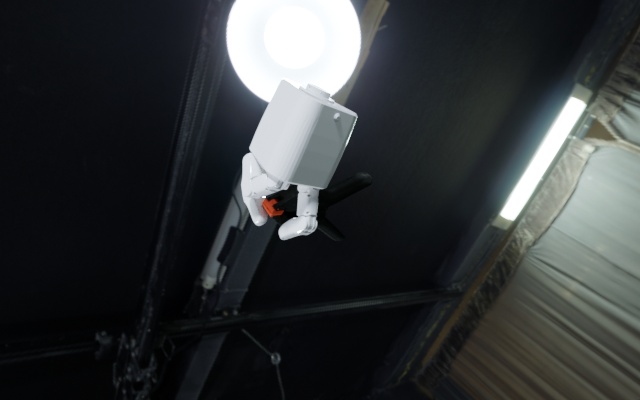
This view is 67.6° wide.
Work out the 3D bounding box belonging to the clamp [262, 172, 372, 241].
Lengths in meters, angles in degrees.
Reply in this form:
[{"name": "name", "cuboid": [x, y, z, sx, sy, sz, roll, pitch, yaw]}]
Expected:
[{"name": "clamp", "cuboid": [0.000, 0.002, 0.683, 0.171, 0.120, 0.039, 9, 22, -47]}]
